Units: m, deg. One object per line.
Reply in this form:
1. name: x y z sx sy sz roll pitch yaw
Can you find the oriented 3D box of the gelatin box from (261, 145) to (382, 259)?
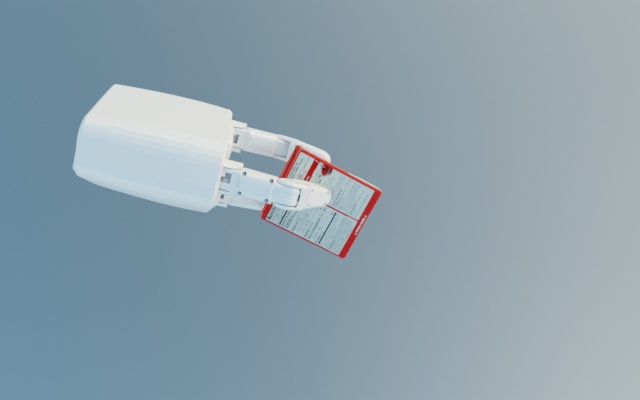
1. gelatin box: 0.000 0.002 0.440 0.089 0.073 0.030 27 7 -11
